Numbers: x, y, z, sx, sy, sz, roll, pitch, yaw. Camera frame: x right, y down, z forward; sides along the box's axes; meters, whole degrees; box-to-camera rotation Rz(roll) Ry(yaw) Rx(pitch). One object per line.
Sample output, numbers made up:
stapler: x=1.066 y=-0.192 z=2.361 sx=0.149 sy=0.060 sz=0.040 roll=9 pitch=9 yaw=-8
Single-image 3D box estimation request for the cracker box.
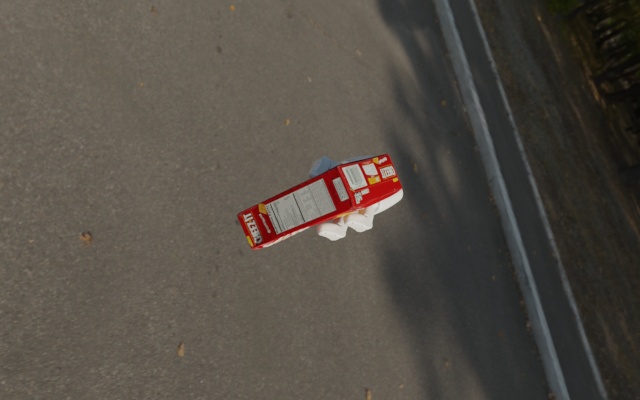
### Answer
cracker box: x=0.000 y=0.002 z=0.768 sx=0.214 sy=0.072 sz=0.164 roll=-24 pitch=-3 yaw=35
